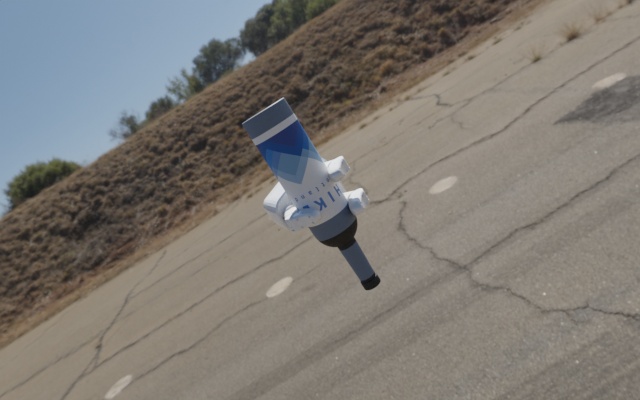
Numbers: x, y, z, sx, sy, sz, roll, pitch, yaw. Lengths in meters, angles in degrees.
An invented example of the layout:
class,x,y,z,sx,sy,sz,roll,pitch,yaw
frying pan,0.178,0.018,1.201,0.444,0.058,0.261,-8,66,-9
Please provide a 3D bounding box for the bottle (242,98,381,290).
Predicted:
class,x,y,z,sx,sy,sz,roll,pitch,yaw
bottle,0.000,0.002,0.665,0.069,0.296,0.069,-30,13,8
